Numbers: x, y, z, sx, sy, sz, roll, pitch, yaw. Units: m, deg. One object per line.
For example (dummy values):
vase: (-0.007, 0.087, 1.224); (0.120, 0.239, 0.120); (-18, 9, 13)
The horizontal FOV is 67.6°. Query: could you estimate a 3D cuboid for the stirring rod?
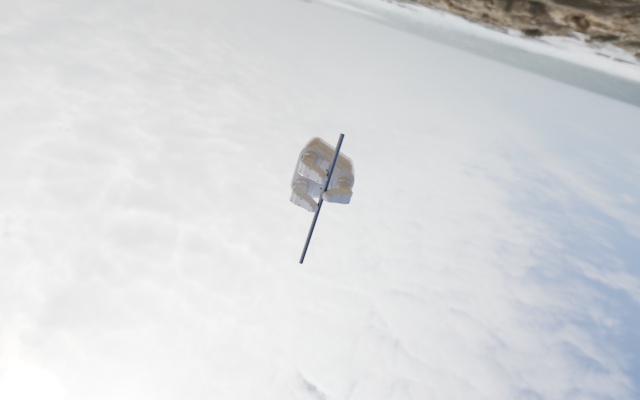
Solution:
stirring rod: (0.000, 0.003, 0.794); (0.011, 0.240, 0.011); (16, 21, -6)
